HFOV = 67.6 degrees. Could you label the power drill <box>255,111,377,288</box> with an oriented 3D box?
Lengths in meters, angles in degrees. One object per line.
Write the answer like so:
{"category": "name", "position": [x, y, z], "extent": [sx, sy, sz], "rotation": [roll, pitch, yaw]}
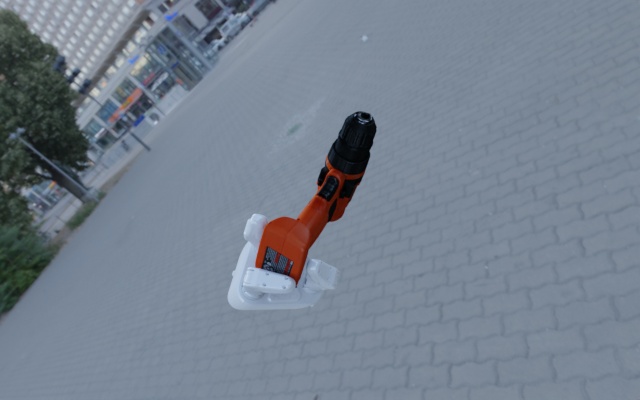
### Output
{"category": "power drill", "position": [0.000, 0.002, 0.571], "extent": [0.057, 0.185, 0.187], "rotation": [29, 49, 11]}
